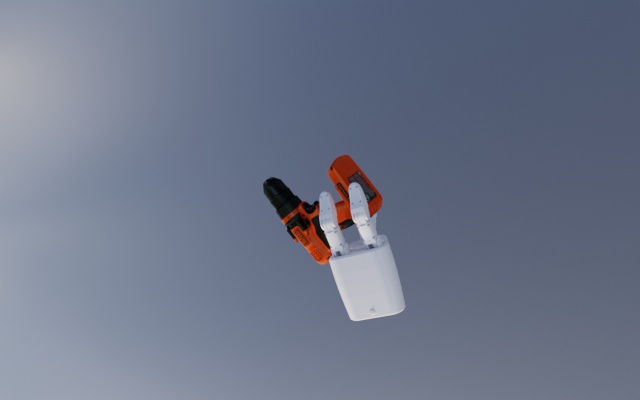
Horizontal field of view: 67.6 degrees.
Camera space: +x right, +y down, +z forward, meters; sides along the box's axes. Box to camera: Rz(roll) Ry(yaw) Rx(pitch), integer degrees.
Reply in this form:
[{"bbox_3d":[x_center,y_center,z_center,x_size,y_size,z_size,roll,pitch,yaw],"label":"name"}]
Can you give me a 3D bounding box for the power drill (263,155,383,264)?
[{"bbox_3d":[0.001,0.003,0.807,0.188,0.184,0.057,-39,1,45],"label":"power drill"}]
